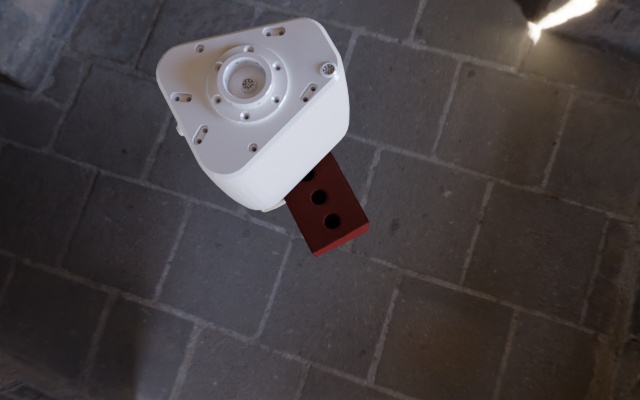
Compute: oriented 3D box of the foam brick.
[{"bbox_3d":[0.000,0.002,0.400,0.053,0.078,0.051,-29,-9,-2],"label":"foam brick"}]
